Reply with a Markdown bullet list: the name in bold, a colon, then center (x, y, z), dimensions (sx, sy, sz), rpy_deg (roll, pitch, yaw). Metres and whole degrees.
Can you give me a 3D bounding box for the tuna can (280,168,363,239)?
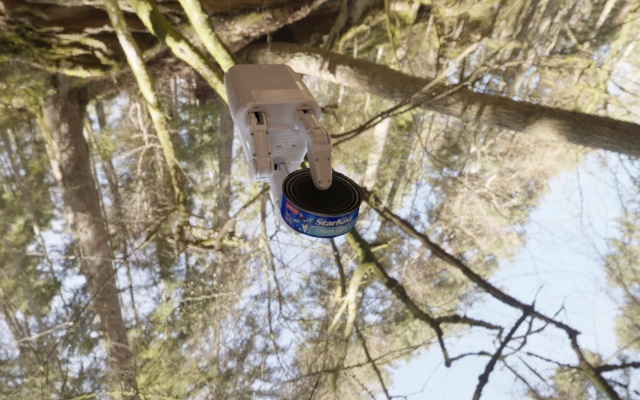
- **tuna can**: center (0.000, 0.002, 0.508), dimensions (0.086, 0.034, 0.086), rpy_deg (7, 35, -5)
